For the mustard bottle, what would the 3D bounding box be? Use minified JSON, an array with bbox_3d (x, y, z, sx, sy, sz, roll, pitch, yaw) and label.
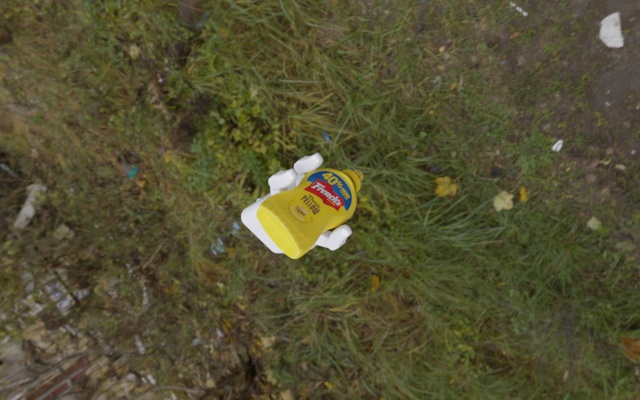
[{"bbox_3d":[0.000,0.002,0.741,0.191,0.096,0.058,-35,-13,-35],"label":"mustard bottle"}]
